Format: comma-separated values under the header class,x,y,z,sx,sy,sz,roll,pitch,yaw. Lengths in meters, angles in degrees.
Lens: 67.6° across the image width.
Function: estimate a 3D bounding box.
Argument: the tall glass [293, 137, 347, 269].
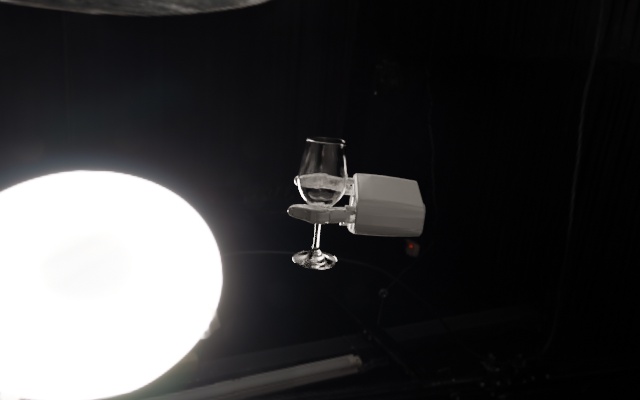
class,x,y,z,sx,sy,sz,roll,pitch,yaw
tall glass,0.000,0.003,0.760,0.079,0.201,0.079,5,16,-1
